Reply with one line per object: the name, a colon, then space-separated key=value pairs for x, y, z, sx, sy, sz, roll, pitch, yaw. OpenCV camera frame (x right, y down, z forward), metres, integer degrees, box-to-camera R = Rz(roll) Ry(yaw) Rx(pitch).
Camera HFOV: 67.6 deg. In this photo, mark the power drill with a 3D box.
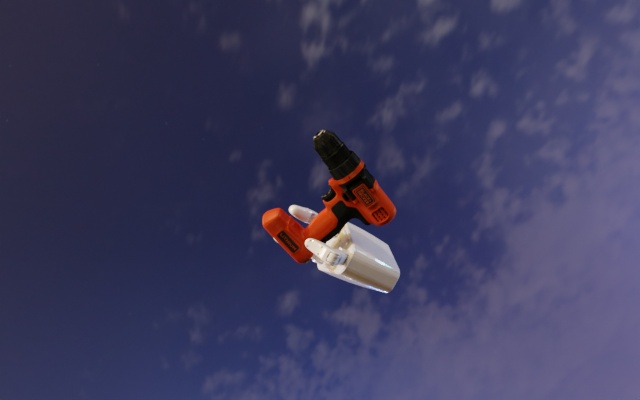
power drill: x=0.000 y=0.003 z=0.764 sx=0.188 sy=0.184 sz=0.057 roll=-35 pitch=17 yaw=18
